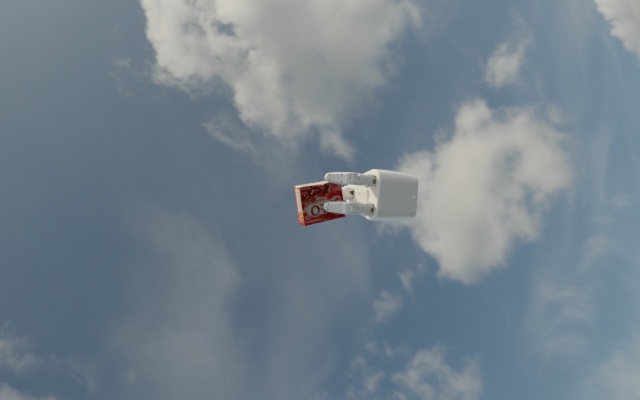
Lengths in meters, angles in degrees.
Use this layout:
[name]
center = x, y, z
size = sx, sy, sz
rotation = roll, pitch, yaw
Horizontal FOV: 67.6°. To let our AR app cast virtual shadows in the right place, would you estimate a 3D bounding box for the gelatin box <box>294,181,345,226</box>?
[gelatin box]
center = 0.000, 0.003, 0.898
size = 0.089, 0.073, 0.030
rotation = -11, 10, -24
